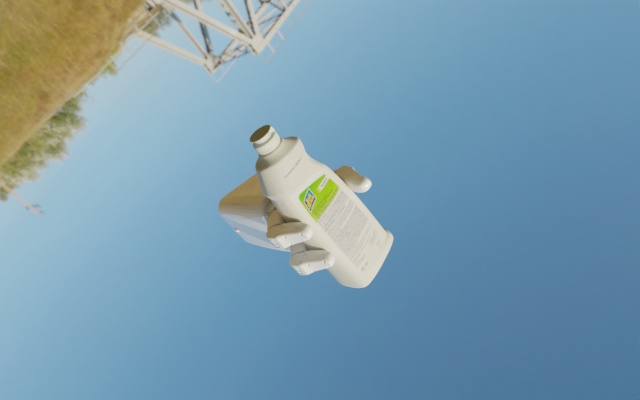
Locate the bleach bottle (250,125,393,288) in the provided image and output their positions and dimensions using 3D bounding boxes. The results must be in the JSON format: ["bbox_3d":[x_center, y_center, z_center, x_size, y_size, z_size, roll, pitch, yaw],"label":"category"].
[{"bbox_3d":[0.000,0.002,0.603,0.068,0.102,0.251,2,-40,44],"label":"bleach bottle"}]
